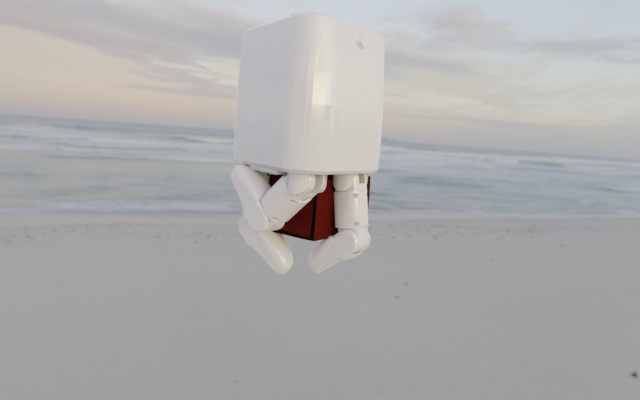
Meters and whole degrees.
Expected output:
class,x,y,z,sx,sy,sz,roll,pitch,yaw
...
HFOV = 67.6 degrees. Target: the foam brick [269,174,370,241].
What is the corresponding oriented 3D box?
class,x,y,z,sx,sy,sz,roll,pitch,yaw
foam brick,0.000,0.001,0.411,0.053,0.051,0.078,10,9,37
